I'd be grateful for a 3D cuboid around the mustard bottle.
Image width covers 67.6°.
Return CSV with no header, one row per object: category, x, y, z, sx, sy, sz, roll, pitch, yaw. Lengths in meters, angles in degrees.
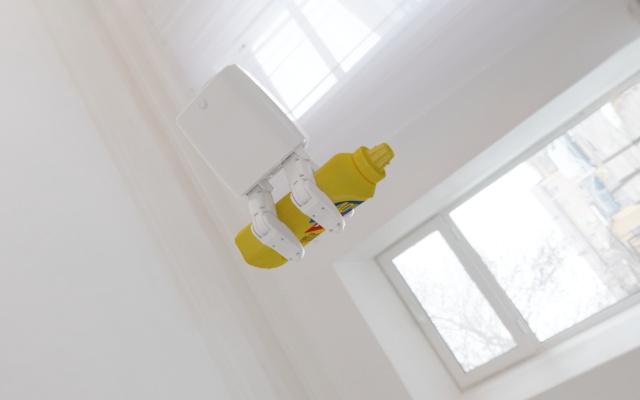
mustard bottle,0.000,0.002,0.518,0.192,0.058,0.096,-38,-18,23
